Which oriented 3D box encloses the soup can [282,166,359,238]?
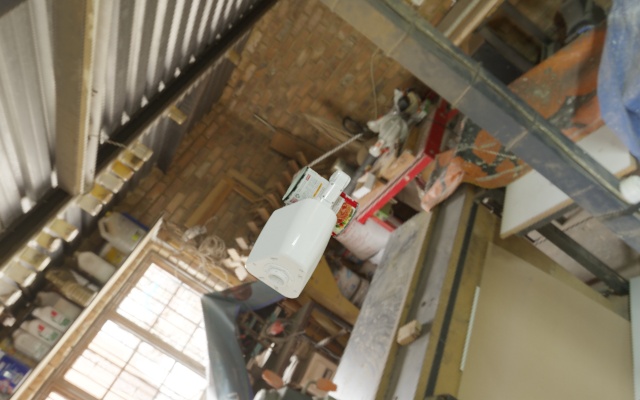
[{"bbox_3d":[0.000,0.002,0.747,0.102,0.068,0.068,35,-6,-9],"label":"soup can"}]
